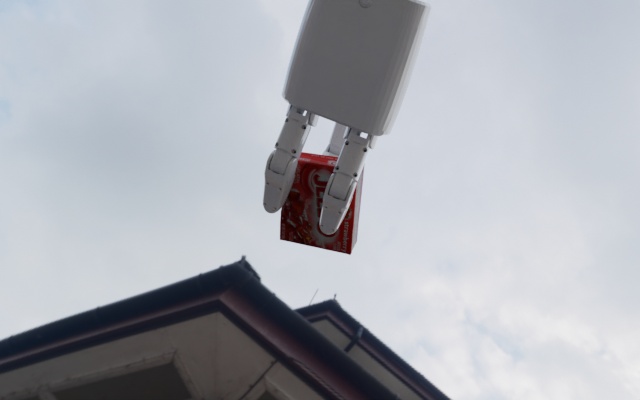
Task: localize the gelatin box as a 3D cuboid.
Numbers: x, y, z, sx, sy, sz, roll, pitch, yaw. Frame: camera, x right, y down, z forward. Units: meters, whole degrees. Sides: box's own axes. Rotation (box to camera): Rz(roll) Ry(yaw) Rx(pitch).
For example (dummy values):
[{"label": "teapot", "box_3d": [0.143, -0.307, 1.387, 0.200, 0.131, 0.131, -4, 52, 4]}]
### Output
[{"label": "gelatin box", "box_3d": [0.000, 0.002, 0.451, 0.073, 0.089, 0.030, 11, 27, 14]}]
